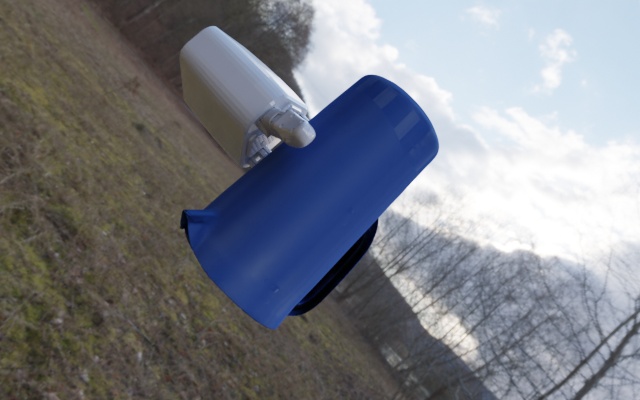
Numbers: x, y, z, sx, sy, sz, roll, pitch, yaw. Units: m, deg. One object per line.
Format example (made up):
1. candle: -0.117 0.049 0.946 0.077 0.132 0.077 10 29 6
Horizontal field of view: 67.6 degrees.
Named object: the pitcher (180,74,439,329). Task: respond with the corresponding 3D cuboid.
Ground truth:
1. pitcher: 0.000 0.001 0.471 0.243 0.145 0.149 -43 -7 -4
